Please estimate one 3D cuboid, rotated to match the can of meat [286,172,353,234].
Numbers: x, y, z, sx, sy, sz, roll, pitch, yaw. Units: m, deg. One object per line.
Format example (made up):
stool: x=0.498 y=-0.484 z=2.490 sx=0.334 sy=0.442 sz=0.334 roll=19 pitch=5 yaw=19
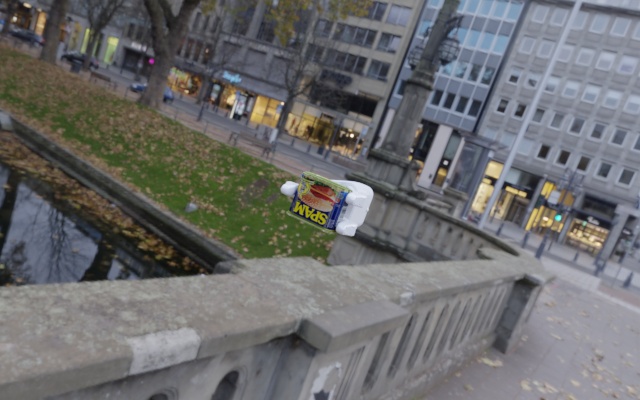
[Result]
can of meat: x=0.000 y=0.002 z=0.862 sx=0.102 sy=0.084 sz=0.057 roll=24 pitch=8 yaw=25
